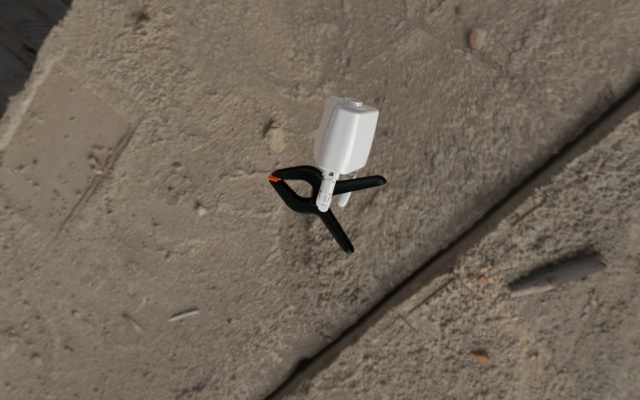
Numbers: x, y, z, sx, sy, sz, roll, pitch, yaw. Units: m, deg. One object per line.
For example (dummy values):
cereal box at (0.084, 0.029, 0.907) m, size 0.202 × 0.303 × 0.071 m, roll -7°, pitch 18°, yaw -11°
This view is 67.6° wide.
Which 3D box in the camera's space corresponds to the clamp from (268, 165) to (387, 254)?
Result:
clamp at (0.000, 0.003, 0.887) m, size 0.210 × 0.165 × 0.036 m, roll 17°, pitch 20°, yaw 5°
